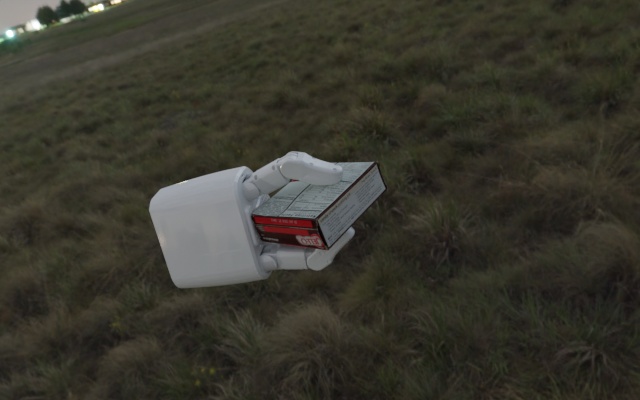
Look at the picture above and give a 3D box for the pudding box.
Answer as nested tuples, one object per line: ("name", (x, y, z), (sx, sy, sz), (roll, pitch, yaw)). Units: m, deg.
("pudding box", (0.000, 0.001, 0.480), (0.090, 0.039, 0.113), (4, 36, 41))
